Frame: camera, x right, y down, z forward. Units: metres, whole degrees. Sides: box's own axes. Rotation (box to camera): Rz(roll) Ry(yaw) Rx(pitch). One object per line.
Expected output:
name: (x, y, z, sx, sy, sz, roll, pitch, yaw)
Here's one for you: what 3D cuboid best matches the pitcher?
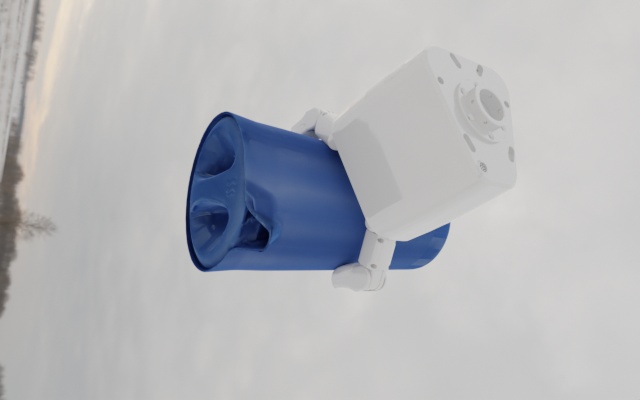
pitcher: (0.000, 0.002, 0.463, 0.243, 0.149, 0.145, 9, -26, -33)
